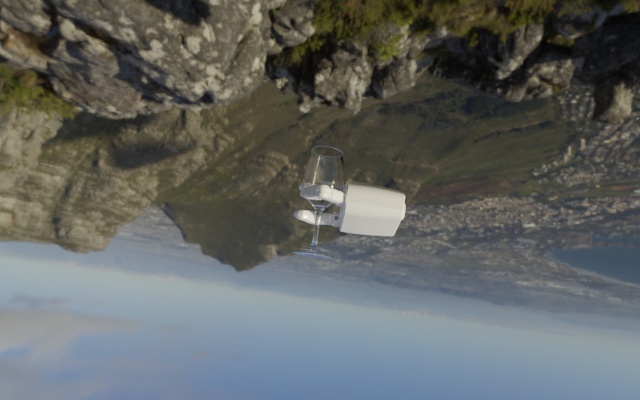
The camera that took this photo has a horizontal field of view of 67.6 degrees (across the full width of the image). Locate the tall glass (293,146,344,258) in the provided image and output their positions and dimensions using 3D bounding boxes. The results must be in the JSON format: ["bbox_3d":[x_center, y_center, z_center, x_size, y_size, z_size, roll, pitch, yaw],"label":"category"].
[{"bbox_3d":[0.000,0.004,0.889,0.079,0.201,0.079,7,-11,1],"label":"tall glass"}]
